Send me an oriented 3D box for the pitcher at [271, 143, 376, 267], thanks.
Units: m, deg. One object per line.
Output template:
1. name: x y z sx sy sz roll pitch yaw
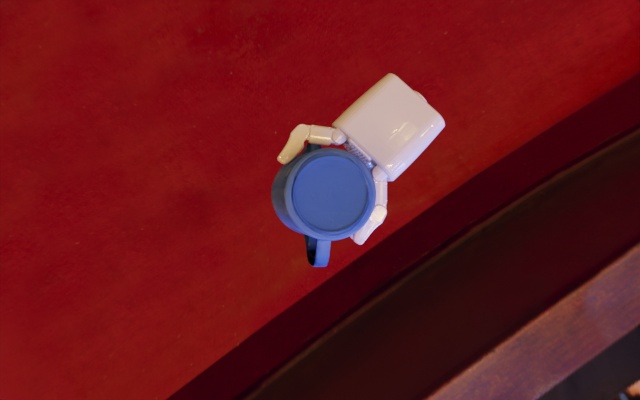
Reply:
1. pitcher: 0.000 0.002 0.659 0.145 0.149 0.243 -44 5 -3
